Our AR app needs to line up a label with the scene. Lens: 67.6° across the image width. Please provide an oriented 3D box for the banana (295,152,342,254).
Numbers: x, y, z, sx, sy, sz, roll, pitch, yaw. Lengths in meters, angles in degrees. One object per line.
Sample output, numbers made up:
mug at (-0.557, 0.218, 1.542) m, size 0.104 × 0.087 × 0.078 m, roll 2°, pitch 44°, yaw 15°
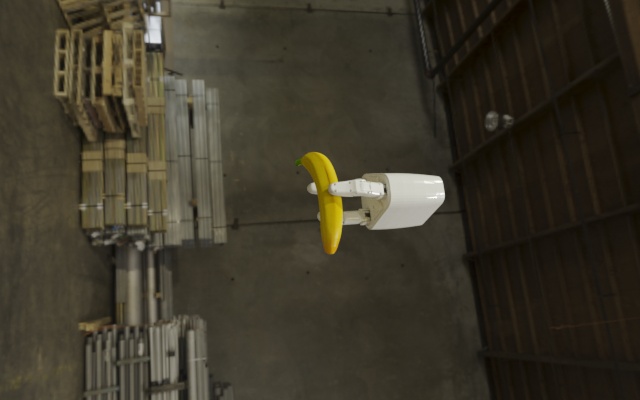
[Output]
banana at (0.005, -0.012, 0.764) m, size 0.037 × 0.197 × 0.070 m, roll 1°, pitch -39°, yaw -24°
